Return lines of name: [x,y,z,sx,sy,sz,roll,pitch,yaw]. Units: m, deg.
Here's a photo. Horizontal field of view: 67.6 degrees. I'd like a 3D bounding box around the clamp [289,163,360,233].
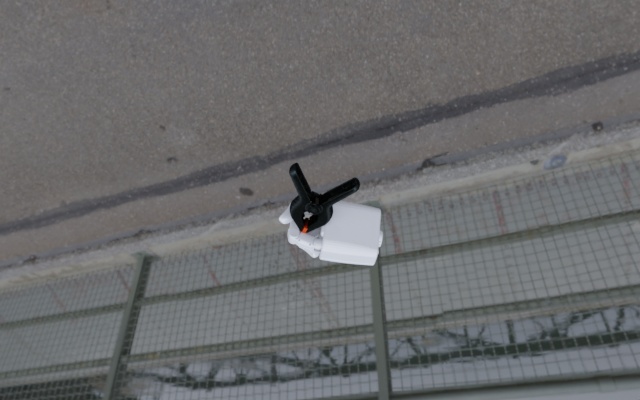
clamp: [0.000,0.003,0.846,0.120,0.039,0.172,13,-37,2]
